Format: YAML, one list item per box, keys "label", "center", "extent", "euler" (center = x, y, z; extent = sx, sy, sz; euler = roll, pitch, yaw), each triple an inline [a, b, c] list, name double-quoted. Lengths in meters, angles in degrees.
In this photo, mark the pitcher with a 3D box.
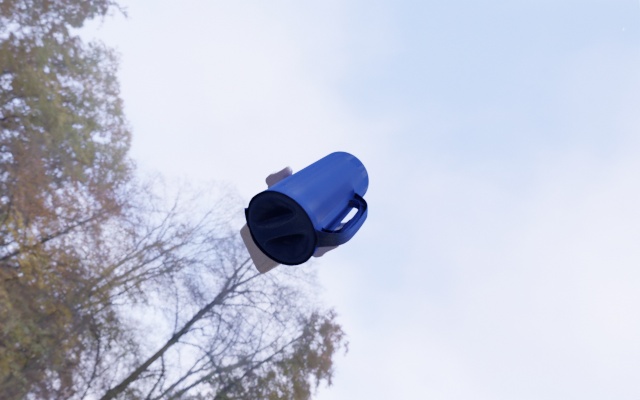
- label: "pitcher"
  center: [0.000, 0.003, 0.834]
  extent: [0.145, 0.149, 0.242]
  euler: [-39, 0, 40]
